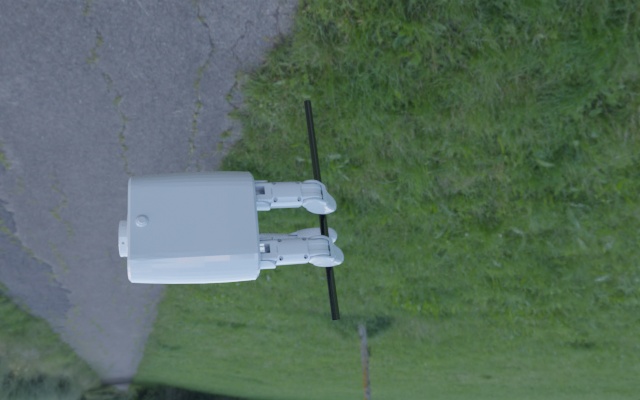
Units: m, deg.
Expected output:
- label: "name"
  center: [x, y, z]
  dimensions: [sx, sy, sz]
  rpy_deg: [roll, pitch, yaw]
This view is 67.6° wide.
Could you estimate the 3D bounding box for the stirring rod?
- label: "stirring rod"
  center: [0.000, 0.002, 0.497]
  dimensions: [0.011, 0.239, 0.011]
  rpy_deg: [-7, -19, -2]
